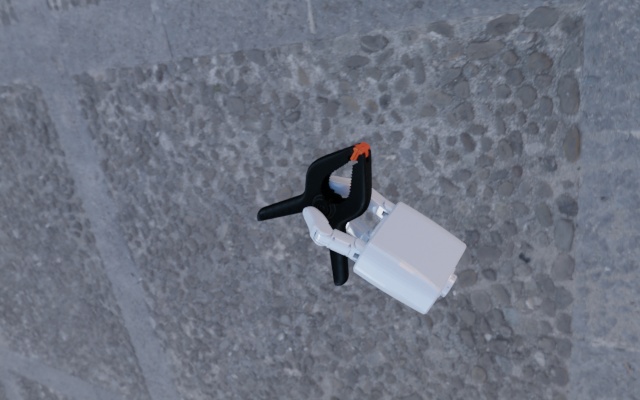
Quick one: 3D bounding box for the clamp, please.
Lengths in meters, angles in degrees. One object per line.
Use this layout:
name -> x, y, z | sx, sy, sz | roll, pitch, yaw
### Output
clamp -> 0.000, 0.002, 0.648 | 0.164, 0.210, 0.036 | 32, 35, 13
